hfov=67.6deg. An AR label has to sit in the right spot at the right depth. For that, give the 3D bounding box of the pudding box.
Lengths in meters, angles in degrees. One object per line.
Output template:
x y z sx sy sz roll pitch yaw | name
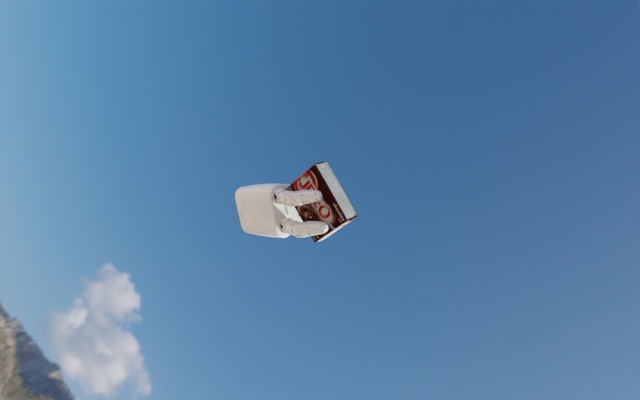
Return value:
0.000 0.003 0.819 0.039 0.113 0.090 -23 -11 -48 | pudding box
